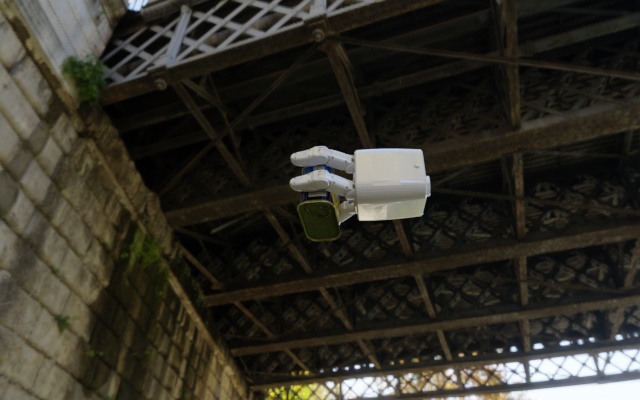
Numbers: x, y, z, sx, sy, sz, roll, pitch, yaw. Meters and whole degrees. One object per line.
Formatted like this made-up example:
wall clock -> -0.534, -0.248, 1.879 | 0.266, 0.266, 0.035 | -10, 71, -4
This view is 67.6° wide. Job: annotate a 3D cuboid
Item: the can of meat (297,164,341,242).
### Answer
can of meat -> 0.000, 0.002, 0.764 | 0.057, 0.083, 0.102 | -5, -40, 9
